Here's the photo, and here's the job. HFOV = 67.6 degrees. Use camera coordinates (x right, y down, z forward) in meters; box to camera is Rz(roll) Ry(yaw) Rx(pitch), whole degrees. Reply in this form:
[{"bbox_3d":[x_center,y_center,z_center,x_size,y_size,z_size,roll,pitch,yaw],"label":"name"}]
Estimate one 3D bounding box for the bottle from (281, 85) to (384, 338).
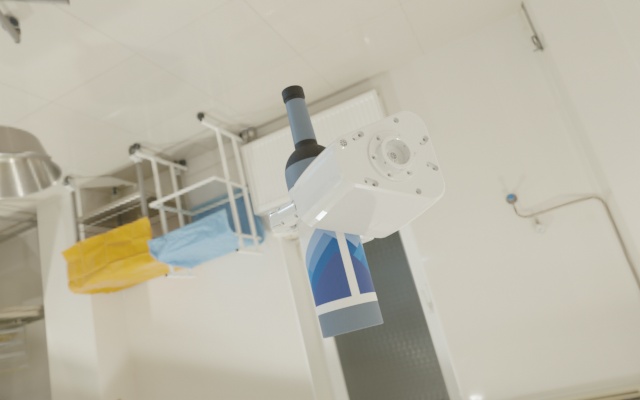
[{"bbox_3d":[0.000,0.002,0.548,0.069,0.295,0.069,-13,-16,-4],"label":"bottle"}]
